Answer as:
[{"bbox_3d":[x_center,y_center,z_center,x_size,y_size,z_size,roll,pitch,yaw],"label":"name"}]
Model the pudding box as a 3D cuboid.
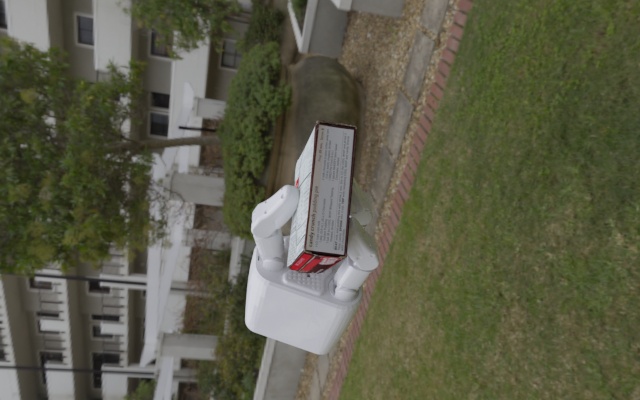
[{"bbox_3d":[0.000,0.001,0.411,0.039,0.113,0.090,7,-17,-11],"label":"pudding box"}]
